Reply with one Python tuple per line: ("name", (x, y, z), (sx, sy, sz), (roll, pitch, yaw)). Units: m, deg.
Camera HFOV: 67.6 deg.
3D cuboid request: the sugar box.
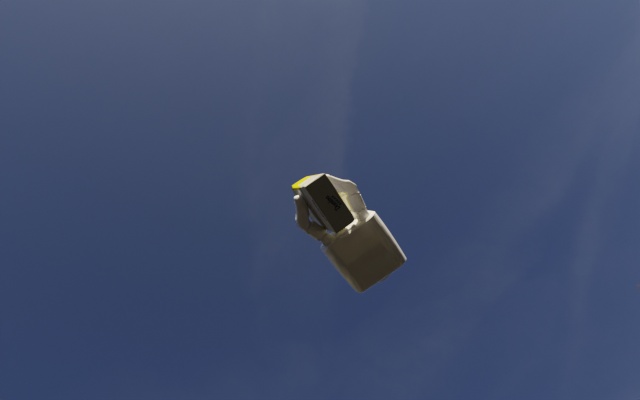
("sugar box", (0.001, 0.003, 0.832), (0.048, 0.093, 0.176), (-35, 8, -10))
